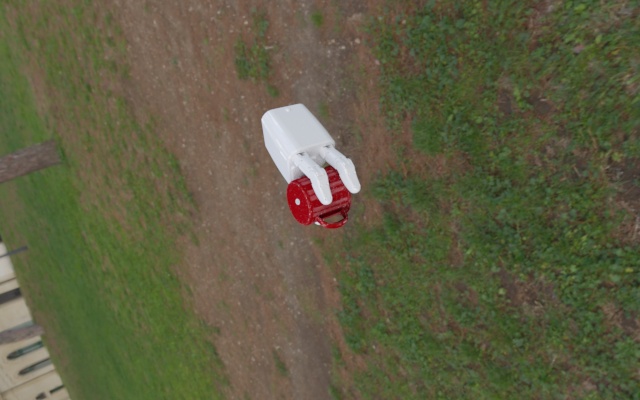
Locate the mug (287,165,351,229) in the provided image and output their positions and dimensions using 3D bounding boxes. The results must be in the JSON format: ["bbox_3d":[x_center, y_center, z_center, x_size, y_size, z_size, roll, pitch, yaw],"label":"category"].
[{"bbox_3d":[0.001,0.004,0.825,0.081,0.117,0.093,-19,-30,-28],"label":"mug"}]
